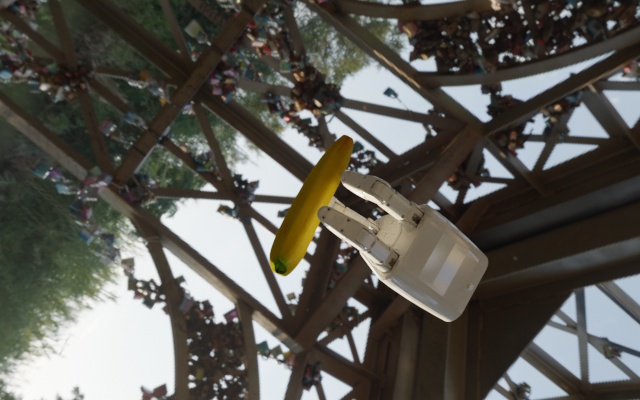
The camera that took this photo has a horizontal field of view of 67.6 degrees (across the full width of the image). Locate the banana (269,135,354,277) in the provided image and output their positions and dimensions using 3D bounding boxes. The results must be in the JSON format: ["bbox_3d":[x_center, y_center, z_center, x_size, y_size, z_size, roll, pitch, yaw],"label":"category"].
[{"bbox_3d":[-0.011,0.011,0.524,0.037,0.197,0.070,36,-36,-15],"label":"banana"}]
